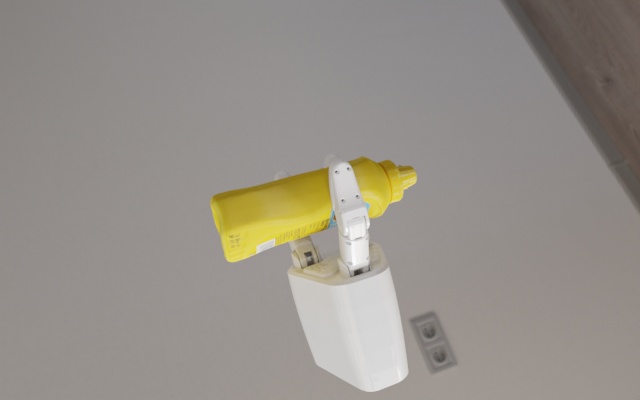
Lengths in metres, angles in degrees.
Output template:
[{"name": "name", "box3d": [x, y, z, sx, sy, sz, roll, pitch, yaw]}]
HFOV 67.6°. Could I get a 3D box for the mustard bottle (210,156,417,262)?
[{"name": "mustard bottle", "box3d": [0.000, 0.001, 0.438, 0.191, 0.058, 0.096, -16, -16, -13]}]
